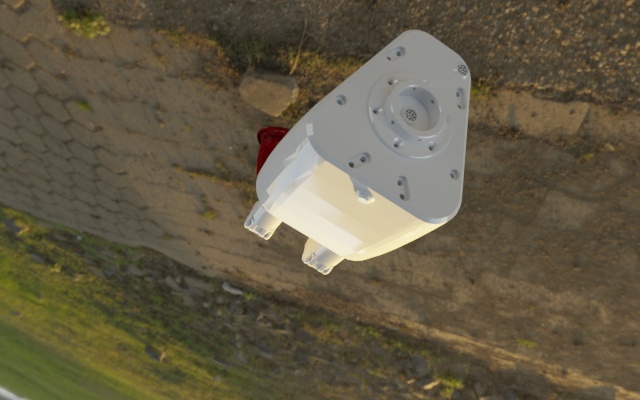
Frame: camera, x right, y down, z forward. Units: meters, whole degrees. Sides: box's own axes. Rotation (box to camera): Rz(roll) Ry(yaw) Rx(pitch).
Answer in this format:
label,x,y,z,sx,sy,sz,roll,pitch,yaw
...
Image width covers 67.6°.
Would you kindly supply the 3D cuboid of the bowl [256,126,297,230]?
label,x,y,z,sx,sy,sz,roll,pitch,yaw
bowl,0.000,0.002,0.435,0.162,0.055,0.162,28,-12,6
